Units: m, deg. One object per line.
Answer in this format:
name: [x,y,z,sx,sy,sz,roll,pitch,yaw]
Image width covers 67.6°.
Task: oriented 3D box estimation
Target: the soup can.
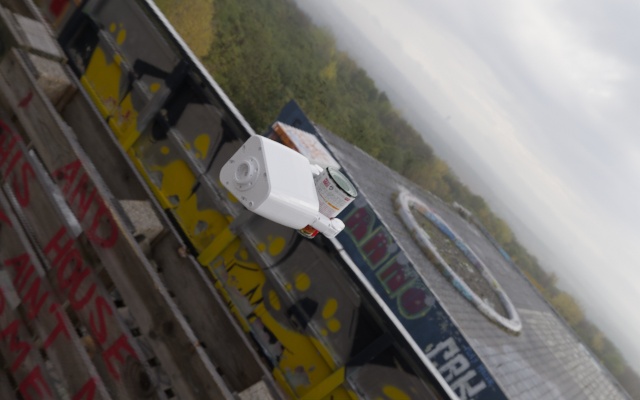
soup can: [0.001,0.003,0.769,0.102,0.068,0.068,-44,-16,18]
